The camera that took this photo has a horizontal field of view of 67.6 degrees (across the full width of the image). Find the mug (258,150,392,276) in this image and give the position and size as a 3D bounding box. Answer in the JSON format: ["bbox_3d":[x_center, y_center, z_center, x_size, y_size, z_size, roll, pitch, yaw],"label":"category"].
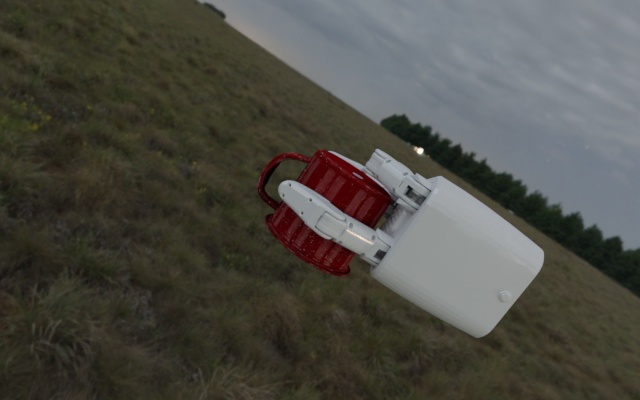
[{"bbox_3d":[-0.001,0.000,0.431,0.117,0.081,0.093,33,11,-4],"label":"mug"}]
